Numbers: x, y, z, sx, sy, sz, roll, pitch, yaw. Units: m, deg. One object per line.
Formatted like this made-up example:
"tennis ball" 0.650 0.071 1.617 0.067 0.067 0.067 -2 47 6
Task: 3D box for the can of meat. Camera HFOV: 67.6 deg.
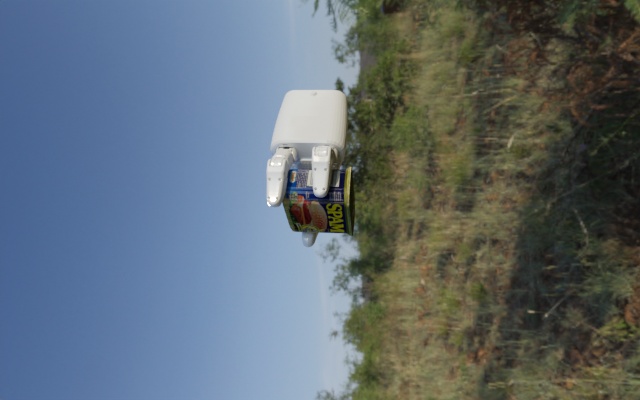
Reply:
"can of meat" 0.000 0.002 0.621 0.084 0.057 0.102 2 -34 8
